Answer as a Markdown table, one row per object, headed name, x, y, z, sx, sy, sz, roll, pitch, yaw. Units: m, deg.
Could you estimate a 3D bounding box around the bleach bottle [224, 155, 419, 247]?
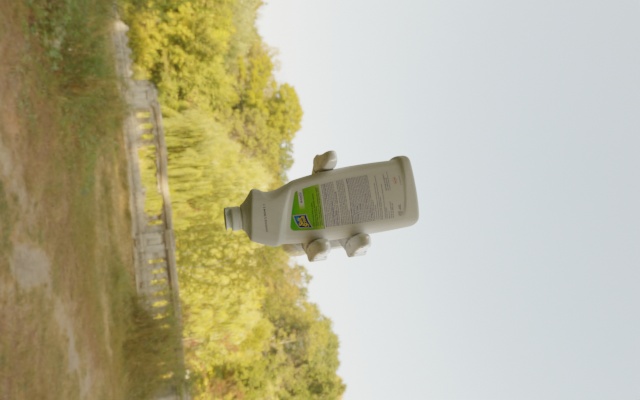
| name | x | y | z | sx | sy | sz | roll | pitch | yaw |
| --- | --- | --- | --- | --- | --- | --- | --- | --- | --- |
| bleach bottle | 0.000 | 0.002 | 0.627 | 0.251 | 0.102 | 0.068 | -6 | -9 | -15 |
